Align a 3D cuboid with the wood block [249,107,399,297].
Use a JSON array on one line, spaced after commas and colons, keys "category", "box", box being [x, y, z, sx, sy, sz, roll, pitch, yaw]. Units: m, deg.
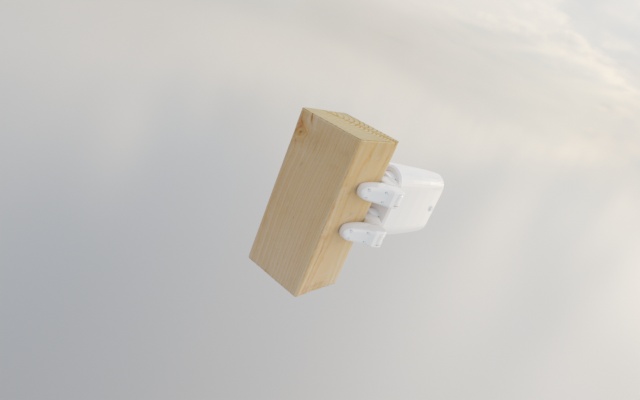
[{"category": "wood block", "box": [0.000, 0.002, 0.587, 0.090, 0.206, 0.090, 34, 24, 30]}]
